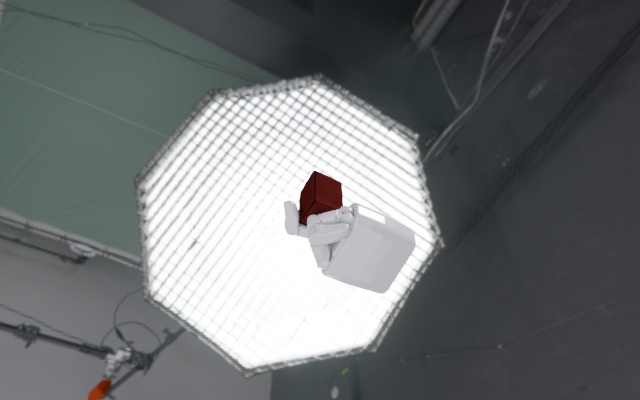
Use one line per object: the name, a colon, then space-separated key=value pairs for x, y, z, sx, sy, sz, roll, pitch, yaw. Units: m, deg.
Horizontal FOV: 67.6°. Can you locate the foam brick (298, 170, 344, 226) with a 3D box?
foam brick: x=0.000 y=0.002 z=0.736 sx=0.051 sy=0.053 sz=0.078 roll=22 pitch=36 yaw=-17
